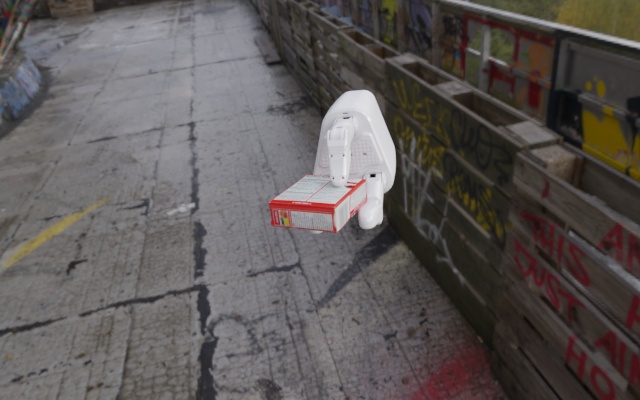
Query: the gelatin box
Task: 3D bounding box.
[{"bbox_3d":[0.000,0.001,0.497,0.073,0.030,0.089,5,23,25],"label":"gelatin box"}]
